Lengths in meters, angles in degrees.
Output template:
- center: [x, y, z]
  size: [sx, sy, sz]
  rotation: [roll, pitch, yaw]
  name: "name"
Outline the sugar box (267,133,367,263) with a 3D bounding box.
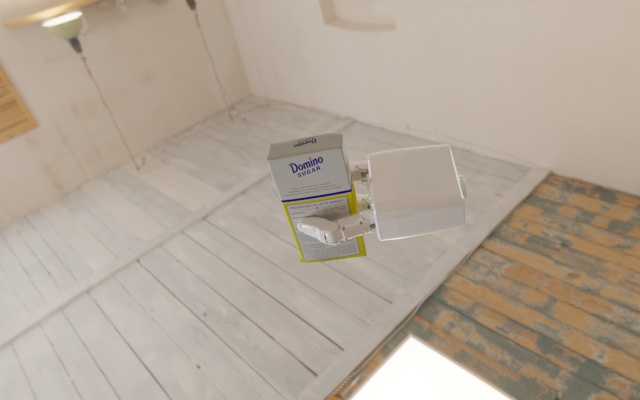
- center: [0.000, 0.002, 0.617]
  size: [0.093, 0.176, 0.048]
  rotation: [-8, 35, 9]
  name: "sugar box"
